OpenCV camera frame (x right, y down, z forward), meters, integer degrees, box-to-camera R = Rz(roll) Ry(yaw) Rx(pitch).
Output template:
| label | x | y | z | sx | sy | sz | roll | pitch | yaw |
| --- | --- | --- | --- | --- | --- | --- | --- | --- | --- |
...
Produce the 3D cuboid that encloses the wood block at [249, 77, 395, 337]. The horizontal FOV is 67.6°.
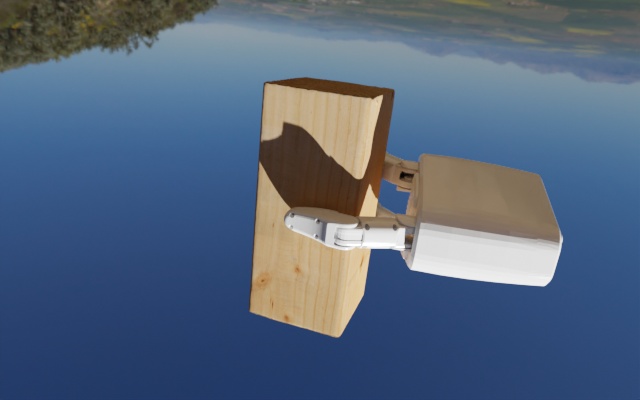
| label | x | y | z | sx | sy | sz | roll | pitch | yaw |
| --- | --- | --- | --- | --- | --- | --- | --- | --- | --- |
| wood block | 0.000 | 0.002 | 0.428 | 0.090 | 0.206 | 0.090 | 12 | 20 | 17 |
